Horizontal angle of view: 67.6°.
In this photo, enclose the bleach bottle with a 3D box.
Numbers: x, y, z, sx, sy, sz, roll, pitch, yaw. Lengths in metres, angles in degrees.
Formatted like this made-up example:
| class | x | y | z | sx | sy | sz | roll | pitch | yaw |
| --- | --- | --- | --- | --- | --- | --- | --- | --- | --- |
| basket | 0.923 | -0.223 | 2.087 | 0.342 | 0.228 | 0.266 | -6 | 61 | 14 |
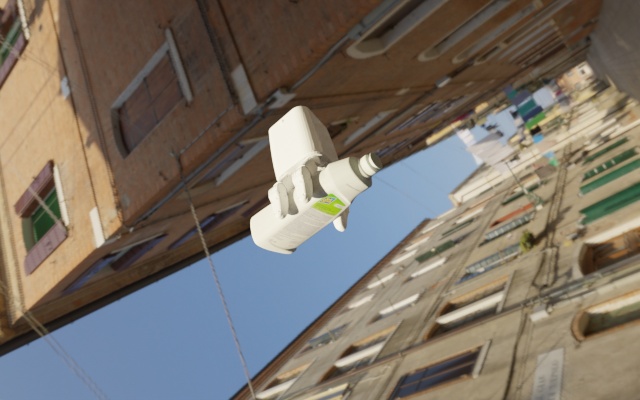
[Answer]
| class | x | y | z | sx | sy | sz | roll | pitch | yaw |
| --- | --- | --- | --- | --- | --- | --- | --- | --- | --- |
| bleach bottle | 0.000 | 0.003 | 0.780 | 0.251 | 0.068 | 0.102 | -34 | -34 | 31 |
